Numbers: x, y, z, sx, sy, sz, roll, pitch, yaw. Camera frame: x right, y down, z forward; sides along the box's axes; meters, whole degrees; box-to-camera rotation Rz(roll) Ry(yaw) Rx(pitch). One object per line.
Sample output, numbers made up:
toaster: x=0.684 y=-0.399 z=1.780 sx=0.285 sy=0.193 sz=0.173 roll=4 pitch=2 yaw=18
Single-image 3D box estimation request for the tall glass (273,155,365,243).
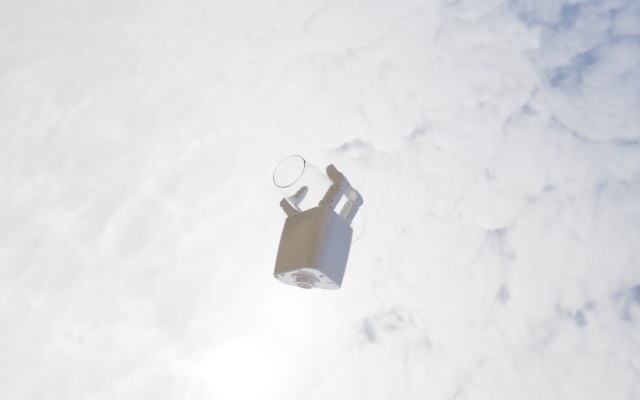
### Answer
tall glass: x=0.000 y=0.003 z=0.826 sx=0.079 sy=0.079 sz=0.201 roll=0 pitch=-30 yaw=36
